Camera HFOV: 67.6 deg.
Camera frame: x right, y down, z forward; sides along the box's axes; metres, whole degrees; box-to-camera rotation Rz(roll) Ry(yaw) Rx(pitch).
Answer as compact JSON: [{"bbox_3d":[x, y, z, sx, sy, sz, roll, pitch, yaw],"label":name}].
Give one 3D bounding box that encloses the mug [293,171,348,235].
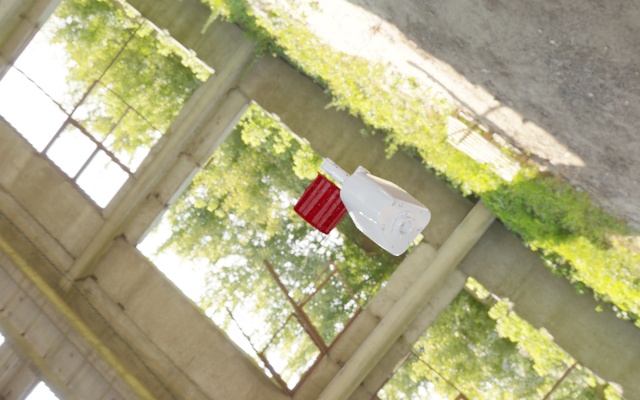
[{"bbox_3d":[-0.001,0.002,0.860,0.093,0.081,0.117,37,2,-38],"label":"mug"}]
